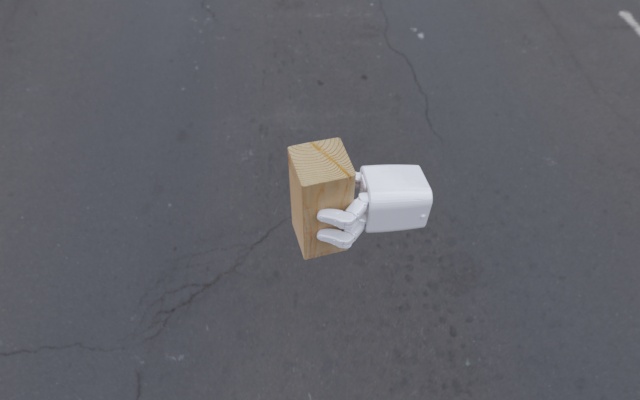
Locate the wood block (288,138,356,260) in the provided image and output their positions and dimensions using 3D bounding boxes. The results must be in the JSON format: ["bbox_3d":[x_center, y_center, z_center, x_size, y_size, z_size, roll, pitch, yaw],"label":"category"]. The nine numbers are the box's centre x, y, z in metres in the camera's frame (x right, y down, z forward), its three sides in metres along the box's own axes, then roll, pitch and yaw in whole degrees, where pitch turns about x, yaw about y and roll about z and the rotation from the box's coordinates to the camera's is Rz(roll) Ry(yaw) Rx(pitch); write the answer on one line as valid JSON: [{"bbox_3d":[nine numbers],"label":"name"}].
[{"bbox_3d":[0.000,0.002,0.823,0.090,0.090,0.206,-12,-38,-10],"label":"wood block"}]
